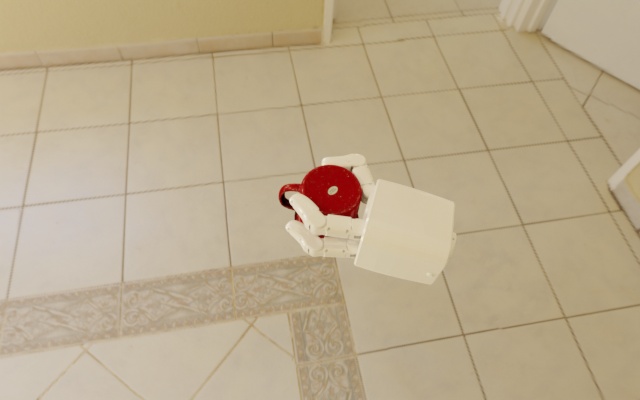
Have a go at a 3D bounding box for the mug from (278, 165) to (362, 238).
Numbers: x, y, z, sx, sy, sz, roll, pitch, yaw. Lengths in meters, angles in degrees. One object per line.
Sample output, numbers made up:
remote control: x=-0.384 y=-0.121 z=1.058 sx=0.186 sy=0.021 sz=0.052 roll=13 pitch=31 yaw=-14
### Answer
mug: x=-0.001 y=0.002 z=0.651 sx=0.117 sy=0.093 sz=0.082 roll=15 pitch=-32 yaw=5
